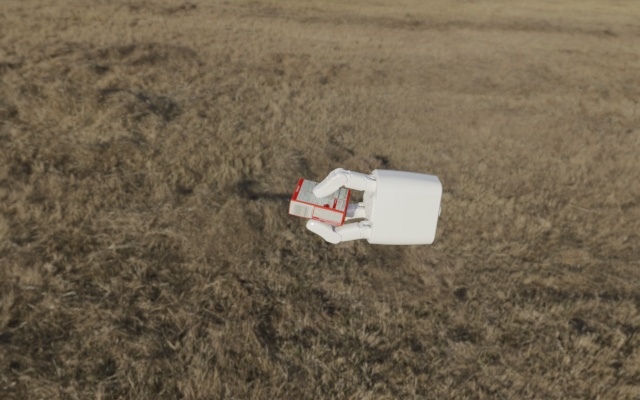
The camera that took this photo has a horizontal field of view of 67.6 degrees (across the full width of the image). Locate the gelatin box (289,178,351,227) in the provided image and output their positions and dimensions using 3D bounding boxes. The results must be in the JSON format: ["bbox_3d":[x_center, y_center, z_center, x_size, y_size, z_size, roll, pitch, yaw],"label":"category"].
[{"bbox_3d":[0.000,0.002,0.766,0.089,0.030,0.073,14,32,2],"label":"gelatin box"}]
